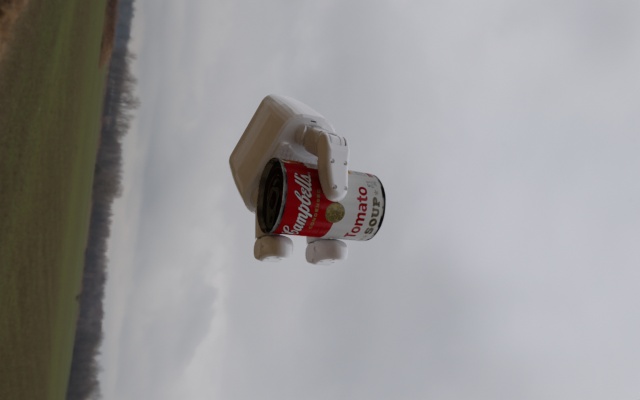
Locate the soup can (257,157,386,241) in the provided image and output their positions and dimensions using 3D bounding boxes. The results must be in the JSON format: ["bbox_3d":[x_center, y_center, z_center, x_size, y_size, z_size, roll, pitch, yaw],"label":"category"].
[{"bbox_3d":[0.001,0.002,0.441,0.102,0.068,0.068,7,-3,-25],"label":"soup can"}]
